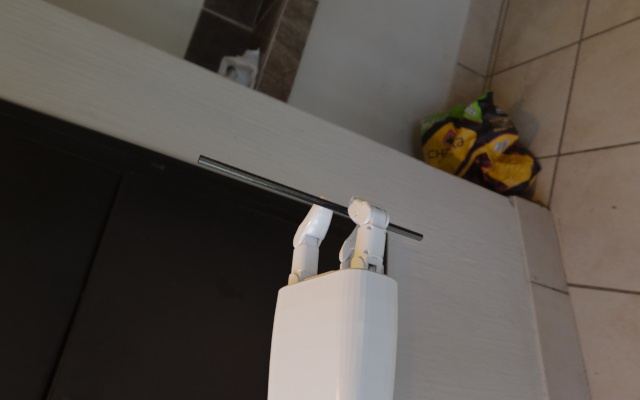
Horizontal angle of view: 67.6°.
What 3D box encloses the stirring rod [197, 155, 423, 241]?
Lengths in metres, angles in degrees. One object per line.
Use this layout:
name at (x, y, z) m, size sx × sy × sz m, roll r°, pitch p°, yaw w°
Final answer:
stirring rod at (0.000, 0.002, 0.458) m, size 0.239 × 0.011 × 0.011 m, roll 20°, pitch -8°, yaw -21°
